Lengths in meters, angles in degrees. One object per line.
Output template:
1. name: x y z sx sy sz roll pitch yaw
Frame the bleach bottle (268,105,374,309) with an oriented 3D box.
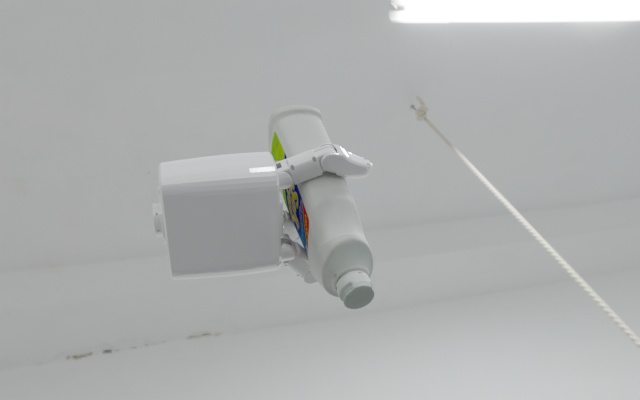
1. bleach bottle: 0.000 0.002 0.495 0.068 0.103 0.250 -6 38 -15
